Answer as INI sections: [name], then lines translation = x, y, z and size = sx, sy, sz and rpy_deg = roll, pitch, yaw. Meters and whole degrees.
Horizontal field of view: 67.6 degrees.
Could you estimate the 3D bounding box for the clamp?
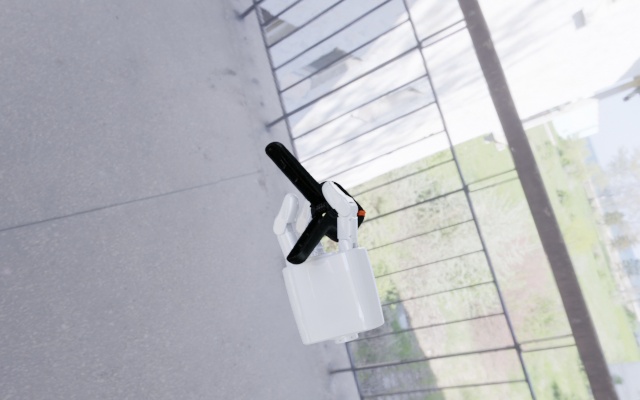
[clamp]
translation = 0.001, 0.002, 0.677
size = 0.036, 0.164, 0.210
rpy_deg = -21, -12, 30
